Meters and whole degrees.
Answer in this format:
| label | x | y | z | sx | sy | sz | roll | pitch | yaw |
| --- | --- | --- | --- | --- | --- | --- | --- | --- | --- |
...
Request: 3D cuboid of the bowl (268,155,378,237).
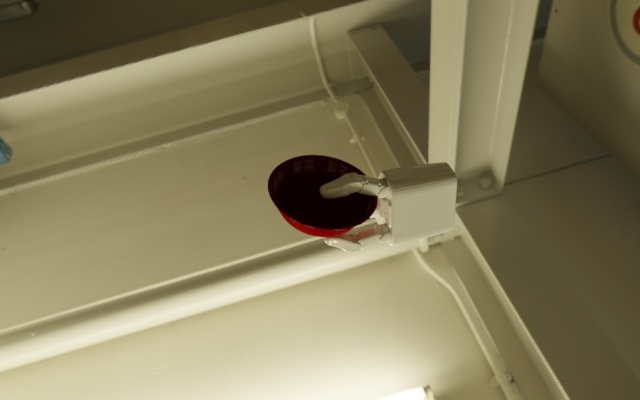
| label | x | y | z | sx | sy | sz | roll | pitch | yaw |
| --- | --- | --- | --- | --- | --- | --- | --- | --- | --- |
| bowl | -0.001 | 0.003 | 0.709 | 0.162 | 0.055 | 0.162 | 7 | 42 | -6 |
